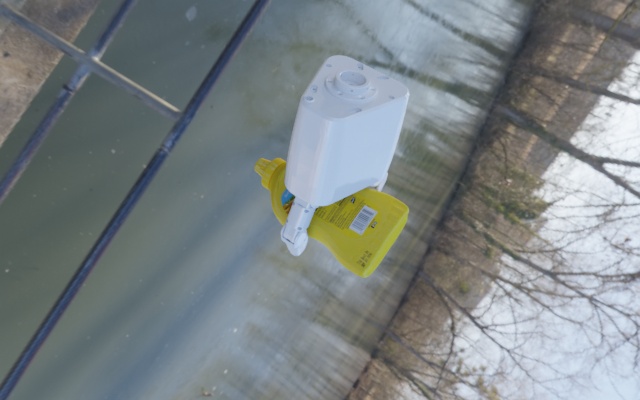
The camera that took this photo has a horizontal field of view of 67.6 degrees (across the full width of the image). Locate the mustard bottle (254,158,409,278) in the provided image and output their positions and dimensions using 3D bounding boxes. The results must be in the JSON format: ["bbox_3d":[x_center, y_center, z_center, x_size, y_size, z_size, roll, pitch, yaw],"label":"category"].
[{"bbox_3d":[0.000,0.002,0.565,0.191,0.096,0.058,32,-18,18],"label":"mustard bottle"}]
